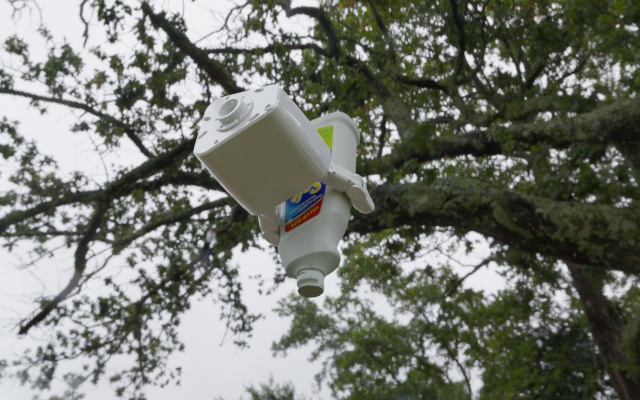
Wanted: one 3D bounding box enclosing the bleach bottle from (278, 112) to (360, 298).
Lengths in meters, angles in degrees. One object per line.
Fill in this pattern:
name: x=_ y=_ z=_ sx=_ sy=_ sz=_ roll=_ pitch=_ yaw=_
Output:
bleach bottle: x=0.000 y=0.002 z=0.597 sx=0.102 sy=0.250 sz=0.068 roll=-18 pitch=-45 yaw=22
